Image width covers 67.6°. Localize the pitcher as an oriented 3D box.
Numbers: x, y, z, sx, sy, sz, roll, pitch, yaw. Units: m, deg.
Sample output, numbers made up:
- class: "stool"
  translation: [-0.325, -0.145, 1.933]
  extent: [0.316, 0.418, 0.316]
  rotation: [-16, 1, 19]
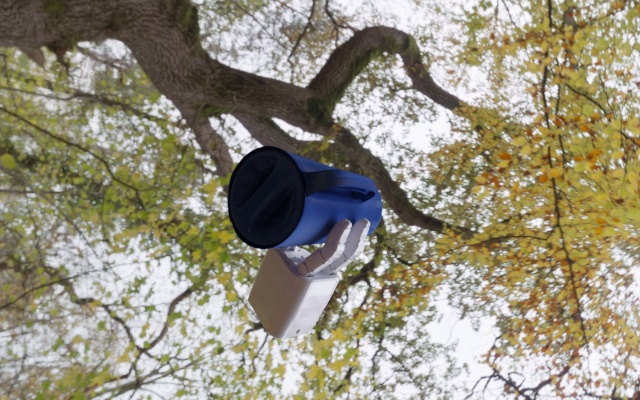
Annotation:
- class: "pitcher"
  translation: [0.000, 0.002, 0.698]
  extent: [0.149, 0.145, 0.243]
  rotation: [35, 16, 32]
